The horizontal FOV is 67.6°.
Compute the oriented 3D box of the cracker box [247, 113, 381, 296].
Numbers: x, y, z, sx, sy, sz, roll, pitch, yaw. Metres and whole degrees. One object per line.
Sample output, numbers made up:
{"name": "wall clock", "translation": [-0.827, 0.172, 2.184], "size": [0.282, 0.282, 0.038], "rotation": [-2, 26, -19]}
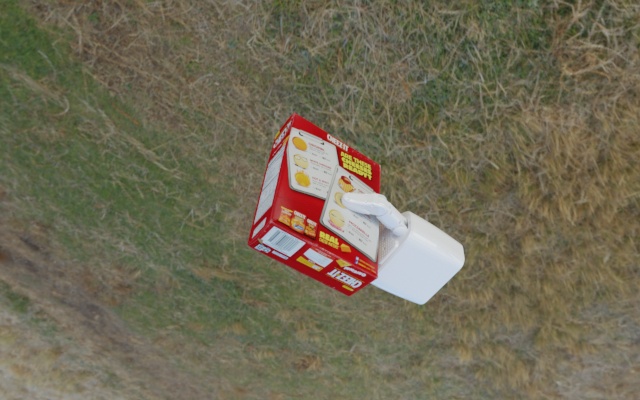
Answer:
{"name": "cracker box", "translation": [0.000, 0.002, 0.663], "size": [0.164, 0.213, 0.072], "rotation": [29, -48, -21]}
